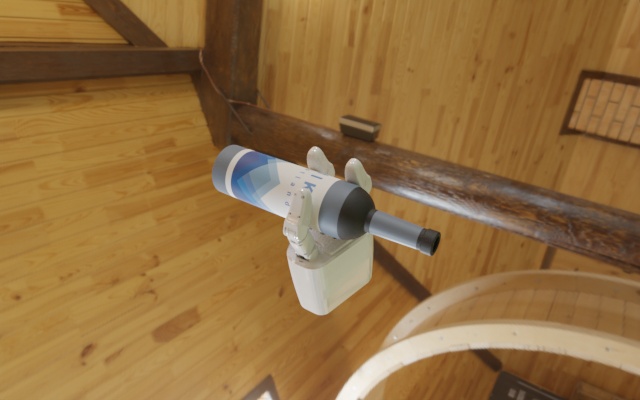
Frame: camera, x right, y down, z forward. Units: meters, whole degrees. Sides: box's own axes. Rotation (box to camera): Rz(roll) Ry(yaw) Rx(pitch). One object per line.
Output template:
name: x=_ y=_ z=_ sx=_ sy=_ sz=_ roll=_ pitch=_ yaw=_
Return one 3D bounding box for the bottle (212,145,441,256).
bottle: x=0.000 y=0.002 z=0.574 sx=0.295 sy=0.069 sz=0.069 roll=20 pitch=9 yaw=27
